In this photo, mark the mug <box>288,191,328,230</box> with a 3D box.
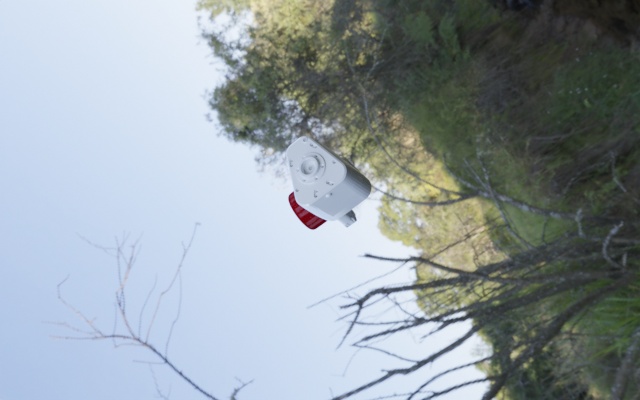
[{"bbox_3d":[0.001,0.003,0.881,0.081,0.093,0.117,-37,-27,12],"label":"mug"}]
